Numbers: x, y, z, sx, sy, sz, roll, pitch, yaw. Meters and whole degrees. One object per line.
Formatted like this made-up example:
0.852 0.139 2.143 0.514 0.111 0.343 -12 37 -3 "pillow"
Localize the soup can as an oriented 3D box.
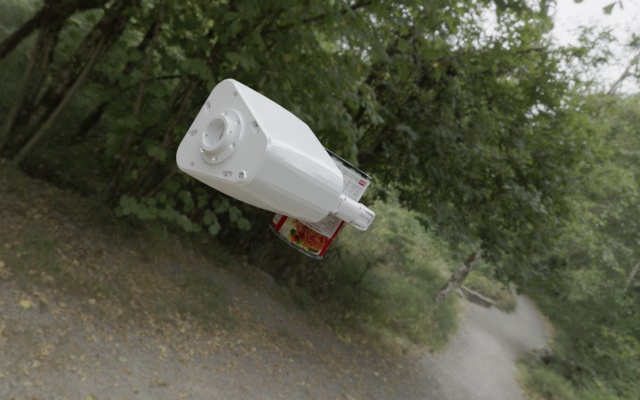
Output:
0.001 0.002 0.511 0.068 0.102 0.068 32 5 -3 "soup can"
